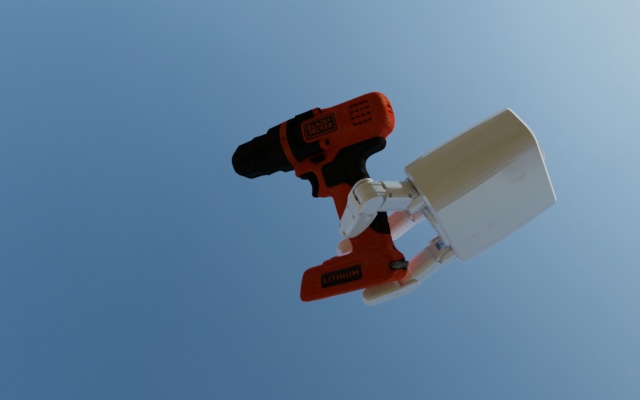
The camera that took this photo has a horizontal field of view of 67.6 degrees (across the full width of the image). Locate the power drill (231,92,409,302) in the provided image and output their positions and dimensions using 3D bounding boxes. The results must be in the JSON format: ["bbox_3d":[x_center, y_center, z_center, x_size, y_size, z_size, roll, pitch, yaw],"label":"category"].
[{"bbox_3d":[0.000,0.002,0.479,0.184,0.187,0.057,-17,-11,25],"label":"power drill"}]
